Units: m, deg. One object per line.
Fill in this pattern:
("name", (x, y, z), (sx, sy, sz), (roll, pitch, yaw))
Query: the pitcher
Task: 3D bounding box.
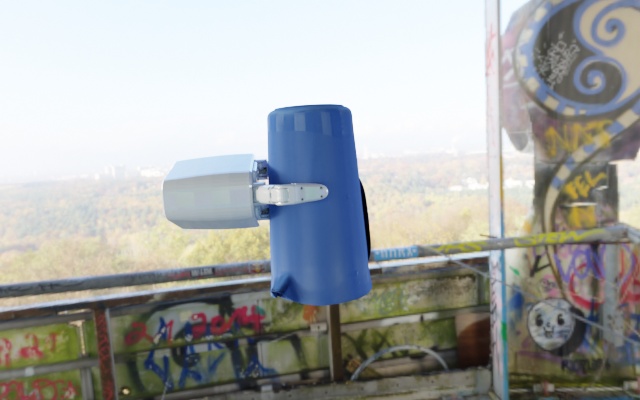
("pitcher", (0.000, 0.002, 0.622), (0.145, 0.243, 0.149), (-4, 6, -3))
